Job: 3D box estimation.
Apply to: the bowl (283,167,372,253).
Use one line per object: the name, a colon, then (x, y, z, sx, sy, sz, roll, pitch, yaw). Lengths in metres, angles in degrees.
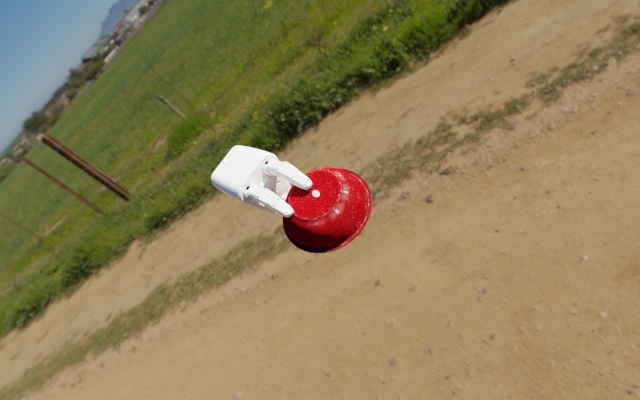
bowl: (0.001, 0.003, 0.782, 0.162, 0.162, 0.055, 0, -29, 25)
